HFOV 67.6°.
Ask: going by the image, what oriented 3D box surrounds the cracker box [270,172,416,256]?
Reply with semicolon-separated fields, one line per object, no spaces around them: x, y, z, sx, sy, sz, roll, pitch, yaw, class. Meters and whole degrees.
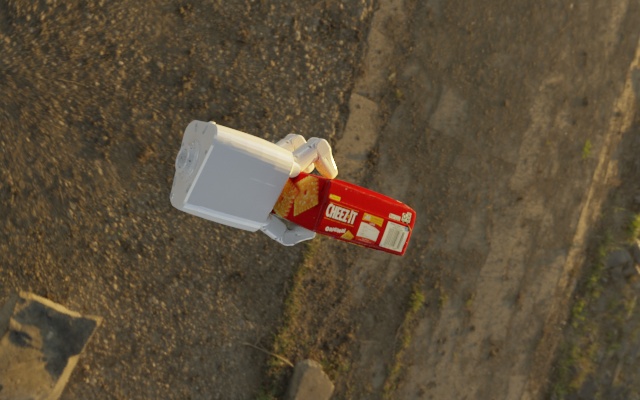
0.000;0.002;0.668;0.164;0.072;0.213;18;2;-38;cracker box
